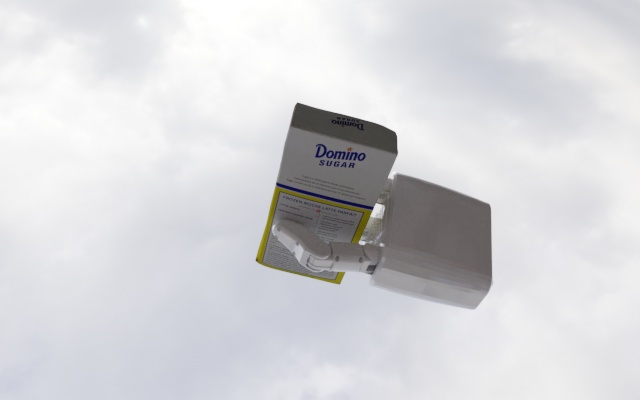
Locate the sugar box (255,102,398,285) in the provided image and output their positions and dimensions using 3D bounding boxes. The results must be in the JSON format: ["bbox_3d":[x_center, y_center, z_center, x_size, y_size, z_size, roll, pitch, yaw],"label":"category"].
[{"bbox_3d":[0.000,0.001,0.450,0.093,0.176,0.048,15,39,-6],"label":"sugar box"}]
